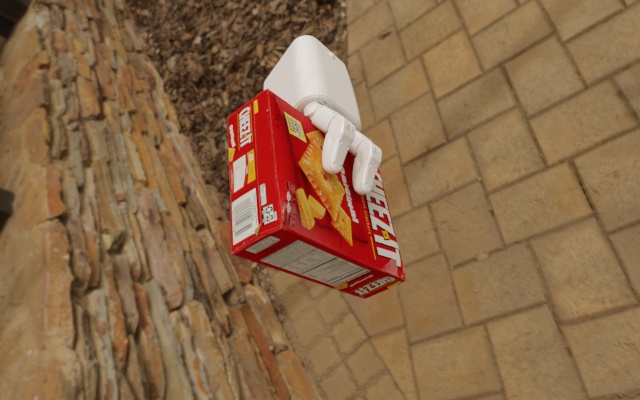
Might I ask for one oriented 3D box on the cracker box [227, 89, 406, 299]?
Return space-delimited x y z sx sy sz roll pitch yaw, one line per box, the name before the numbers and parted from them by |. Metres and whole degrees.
cracker box | 0.000 0.002 0.525 0.072 0.164 0.214 -28 -36 30
